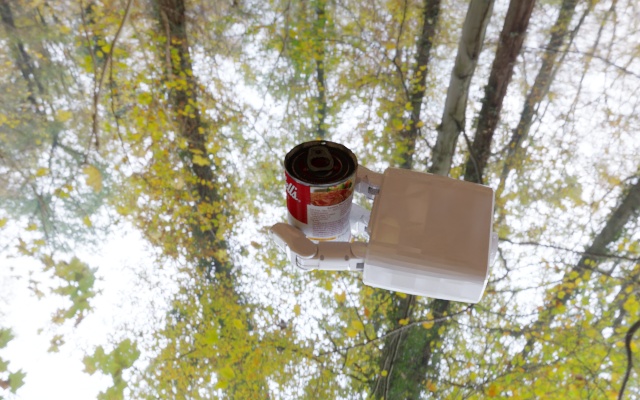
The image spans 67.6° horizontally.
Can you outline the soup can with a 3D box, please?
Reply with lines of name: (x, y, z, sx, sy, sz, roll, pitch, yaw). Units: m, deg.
soup can: (0.000, 0.002, 0.468, 0.068, 0.102, 0.068, 0, 42, 0)
